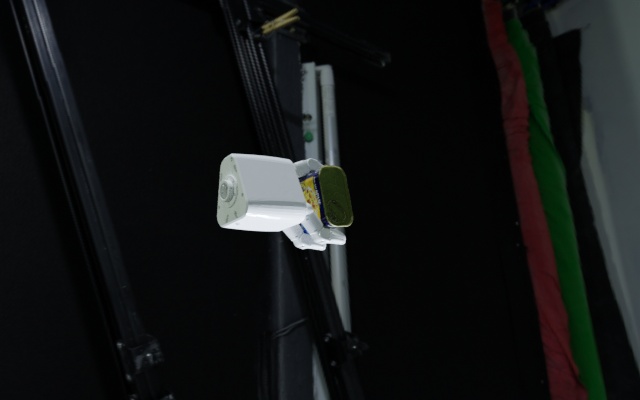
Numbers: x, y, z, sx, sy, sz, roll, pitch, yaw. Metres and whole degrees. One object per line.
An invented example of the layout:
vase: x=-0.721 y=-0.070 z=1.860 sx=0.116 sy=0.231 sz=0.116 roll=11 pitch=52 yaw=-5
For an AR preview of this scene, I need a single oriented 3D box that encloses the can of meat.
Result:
can of meat: x=0.000 y=0.003 z=0.794 sx=0.057 sy=0.102 sz=0.084 roll=0 pitch=-15 yaw=-41
